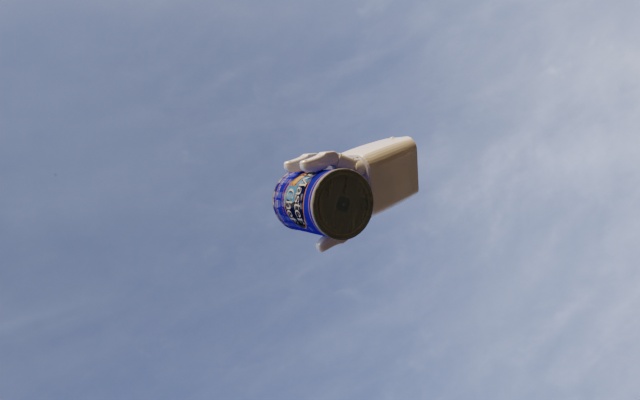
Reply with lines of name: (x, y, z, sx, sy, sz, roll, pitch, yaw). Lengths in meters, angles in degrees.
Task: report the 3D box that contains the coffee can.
coffee can: (0.000, 0.003, 0.738, 0.103, 0.103, 0.140, 0, 3, -29)
